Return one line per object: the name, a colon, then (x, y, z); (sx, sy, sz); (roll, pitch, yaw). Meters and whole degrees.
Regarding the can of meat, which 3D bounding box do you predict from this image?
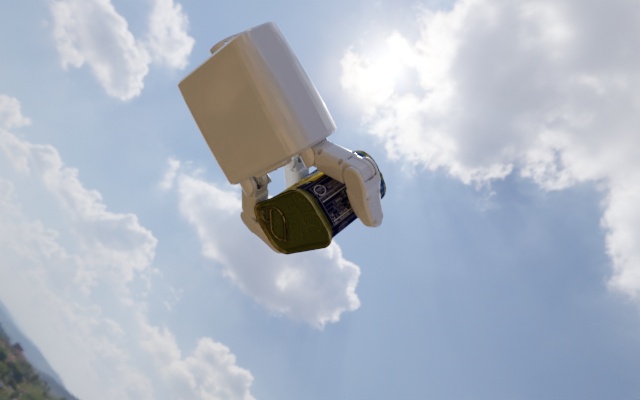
can of meat: (0.000, 0.001, 0.444); (0.084, 0.057, 0.102); (-36, 9, -33)
